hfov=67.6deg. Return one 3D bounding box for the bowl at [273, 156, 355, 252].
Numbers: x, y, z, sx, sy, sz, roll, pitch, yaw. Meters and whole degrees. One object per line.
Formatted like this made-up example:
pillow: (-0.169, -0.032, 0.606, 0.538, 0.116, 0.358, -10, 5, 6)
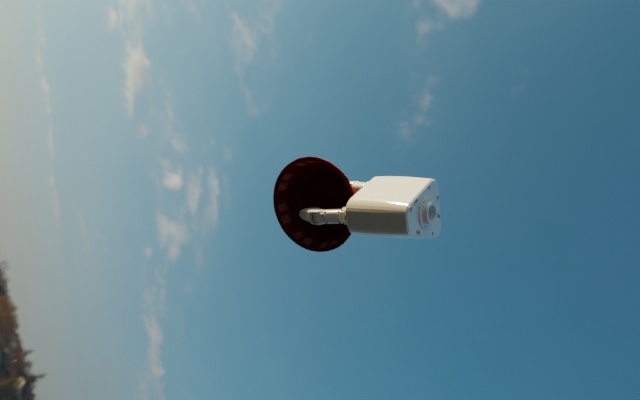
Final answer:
bowl: (-0.001, 0.002, 0.811, 0.162, 0.162, 0.055, 0, 12, 30)
